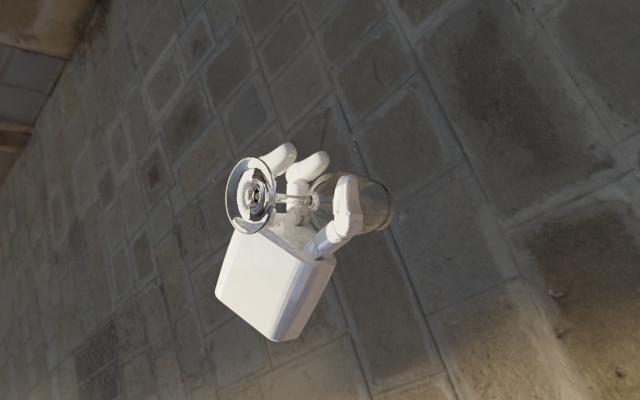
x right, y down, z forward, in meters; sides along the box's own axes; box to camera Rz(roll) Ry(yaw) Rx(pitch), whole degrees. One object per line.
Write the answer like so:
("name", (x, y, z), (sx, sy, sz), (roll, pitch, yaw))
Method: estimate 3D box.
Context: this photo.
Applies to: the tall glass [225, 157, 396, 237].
("tall glass", (0.000, 0.002, 0.523), (0.079, 0.079, 0.201), (0, -3, 44))
